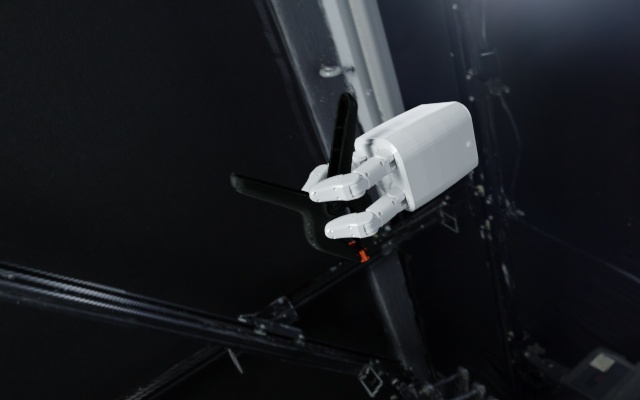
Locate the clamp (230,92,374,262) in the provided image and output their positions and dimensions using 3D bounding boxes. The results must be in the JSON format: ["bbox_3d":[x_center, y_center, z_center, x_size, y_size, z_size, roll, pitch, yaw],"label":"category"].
[{"bbox_3d":[0.000,0.002,0.560,0.164,0.210,0.036,-31,33,-13],"label":"clamp"}]
